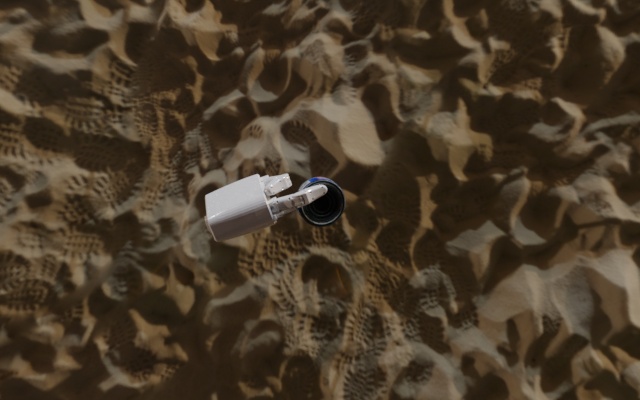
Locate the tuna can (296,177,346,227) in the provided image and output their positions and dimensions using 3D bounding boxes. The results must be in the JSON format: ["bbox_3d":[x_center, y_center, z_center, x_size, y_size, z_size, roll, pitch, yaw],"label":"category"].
[{"bbox_3d":[0.000,0.003,0.839,0.086,0.086,0.033,0,9,-11],"label":"tuna can"}]
